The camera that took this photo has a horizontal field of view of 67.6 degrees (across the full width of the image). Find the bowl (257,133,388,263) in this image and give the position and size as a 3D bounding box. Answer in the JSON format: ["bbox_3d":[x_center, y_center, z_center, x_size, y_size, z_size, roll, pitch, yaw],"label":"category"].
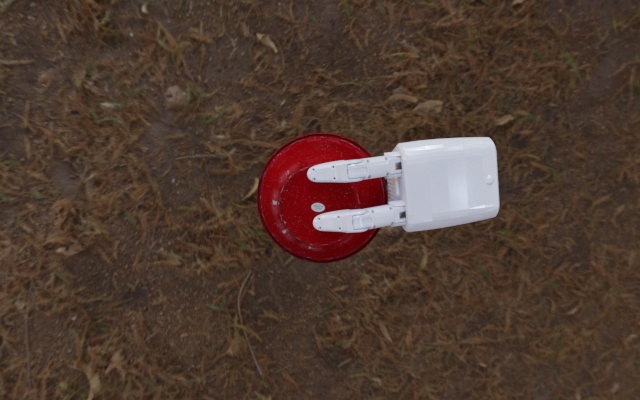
[{"bbox_3d":[-0.001,0.002,0.560,0.162,0.162,0.055,0,8,3],"label":"bowl"}]
